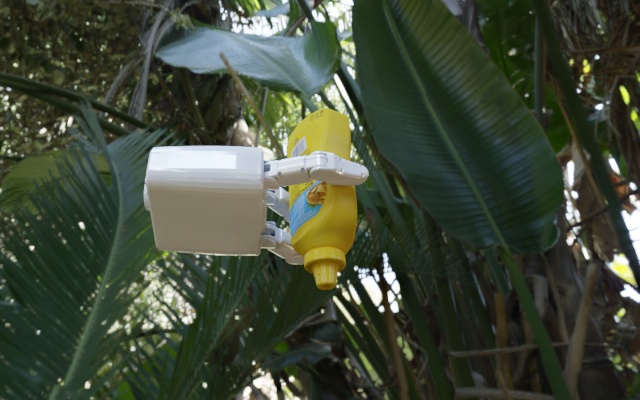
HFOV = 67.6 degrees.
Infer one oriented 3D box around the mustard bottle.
[{"bbox_3d":[0.000,0.001,0.507,0.058,0.191,0.096,16,-37,-28],"label":"mustard bottle"}]
